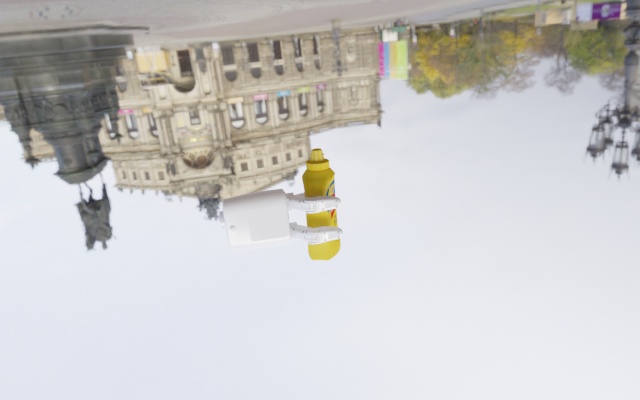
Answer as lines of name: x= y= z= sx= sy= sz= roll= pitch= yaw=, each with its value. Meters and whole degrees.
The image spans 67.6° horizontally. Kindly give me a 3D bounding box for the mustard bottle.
mustard bottle: x=0.000 y=0.003 z=0.845 sx=0.058 sy=0.192 sz=0.096 roll=0 pitch=19 yaw=14
